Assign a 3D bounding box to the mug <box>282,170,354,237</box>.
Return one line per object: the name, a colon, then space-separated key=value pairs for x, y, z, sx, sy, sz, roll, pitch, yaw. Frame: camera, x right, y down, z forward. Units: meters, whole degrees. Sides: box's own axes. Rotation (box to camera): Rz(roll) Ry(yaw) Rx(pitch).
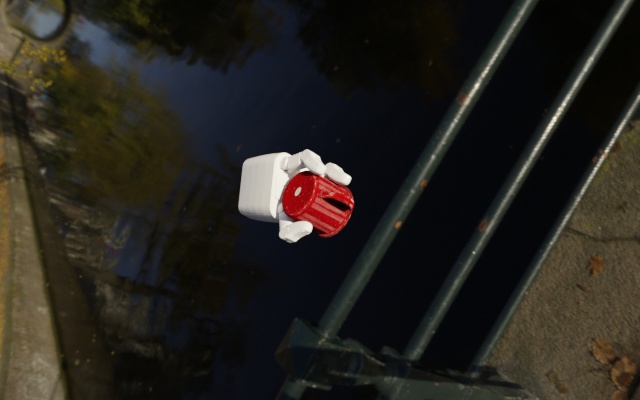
mug: x=0.001 y=0.002 z=0.764 sx=0.081 sy=0.093 sz=0.117 roll=29 pitch=-20 yaw=-38
